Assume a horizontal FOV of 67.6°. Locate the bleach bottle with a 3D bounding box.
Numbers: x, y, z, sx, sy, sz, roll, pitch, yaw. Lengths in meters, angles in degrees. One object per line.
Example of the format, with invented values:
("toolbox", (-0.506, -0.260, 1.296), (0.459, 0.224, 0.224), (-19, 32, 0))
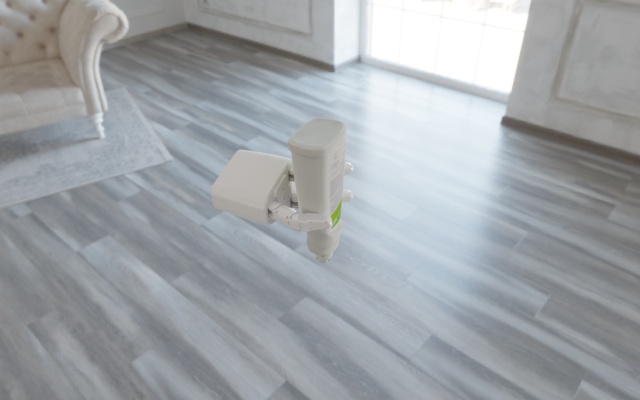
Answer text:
("bleach bottle", (0.000, 0.002, 0.757), (0.068, 0.251, 0.102), (14, 38, 21))
